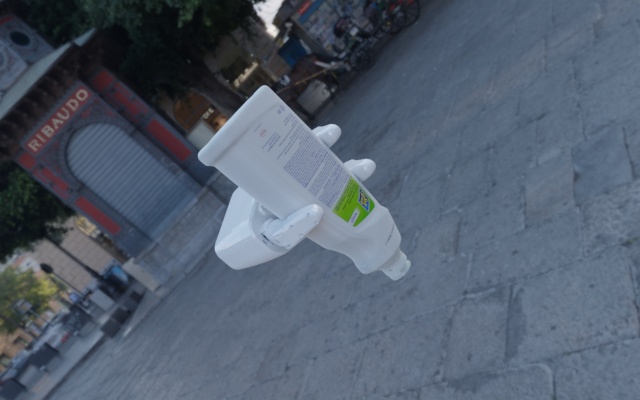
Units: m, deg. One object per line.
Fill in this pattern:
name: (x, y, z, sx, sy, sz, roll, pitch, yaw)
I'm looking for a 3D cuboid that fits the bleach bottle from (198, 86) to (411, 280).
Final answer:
bleach bottle: (0.000, 0.002, 0.504, 0.251, 0.102, 0.068, 44, -39, -15)
